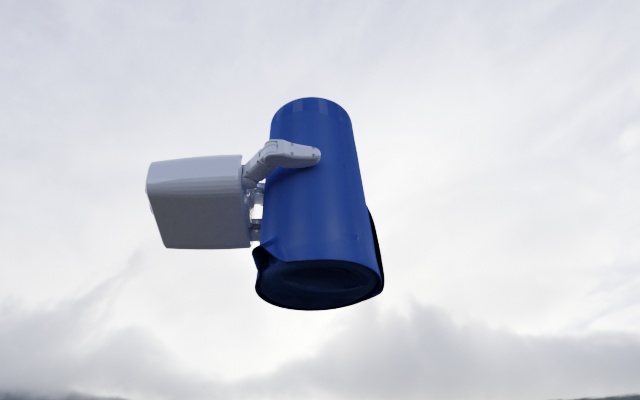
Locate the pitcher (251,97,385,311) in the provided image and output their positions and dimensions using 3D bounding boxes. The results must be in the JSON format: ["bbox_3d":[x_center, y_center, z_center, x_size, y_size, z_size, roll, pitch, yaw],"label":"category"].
[{"bbox_3d":[0.000,0.002,0.570,0.145,0.242,0.149,-3,-34,1],"label":"pitcher"}]
